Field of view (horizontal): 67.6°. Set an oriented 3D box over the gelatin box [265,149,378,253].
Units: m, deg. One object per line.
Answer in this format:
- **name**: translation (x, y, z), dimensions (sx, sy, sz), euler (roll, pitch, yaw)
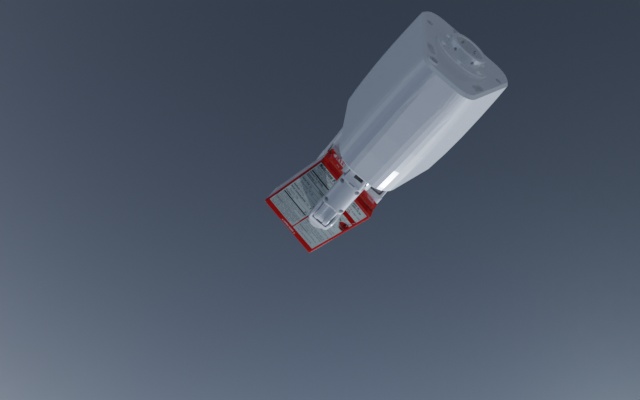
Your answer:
- **gelatin box**: translation (0.000, 0.002, 0.477), dimensions (0.089, 0.073, 0.030), euler (-33, 12, 33)
